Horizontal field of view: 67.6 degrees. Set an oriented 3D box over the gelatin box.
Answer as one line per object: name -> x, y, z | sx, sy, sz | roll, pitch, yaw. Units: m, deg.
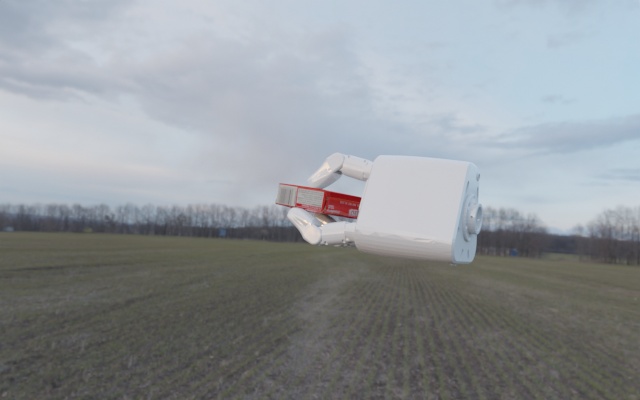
gelatin box -> 0.000, 0.001, 0.594 | 0.089, 0.030, 0.073 | 10, -1, 45
